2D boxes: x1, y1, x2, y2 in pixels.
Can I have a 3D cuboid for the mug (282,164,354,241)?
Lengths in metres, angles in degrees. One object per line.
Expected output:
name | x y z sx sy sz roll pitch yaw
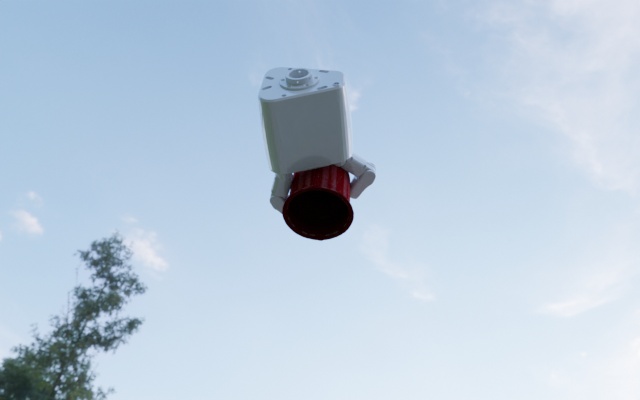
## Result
mug | 0.000 0.003 0.654 0.093 0.117 0.081 -1 40 6
